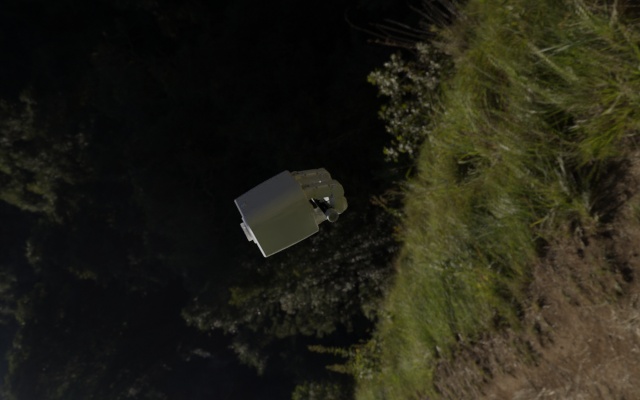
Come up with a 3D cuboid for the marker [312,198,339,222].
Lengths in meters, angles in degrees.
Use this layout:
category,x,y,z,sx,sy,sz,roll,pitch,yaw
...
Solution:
category,x,y,z,sx,sy,sz,roll,pitch,yaw
marker,0.000,0.003,0.832,0.020,0.020,0.121,0,24,-23
